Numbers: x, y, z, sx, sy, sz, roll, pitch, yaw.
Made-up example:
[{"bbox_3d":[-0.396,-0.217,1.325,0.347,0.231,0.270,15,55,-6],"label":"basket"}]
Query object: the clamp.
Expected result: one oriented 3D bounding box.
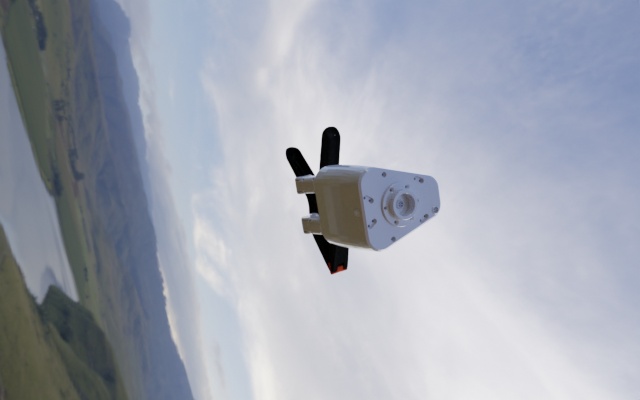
[{"bbox_3d":[0.001,0.003,0.707,0.036,0.210,0.164,-13,8,-23],"label":"clamp"}]
